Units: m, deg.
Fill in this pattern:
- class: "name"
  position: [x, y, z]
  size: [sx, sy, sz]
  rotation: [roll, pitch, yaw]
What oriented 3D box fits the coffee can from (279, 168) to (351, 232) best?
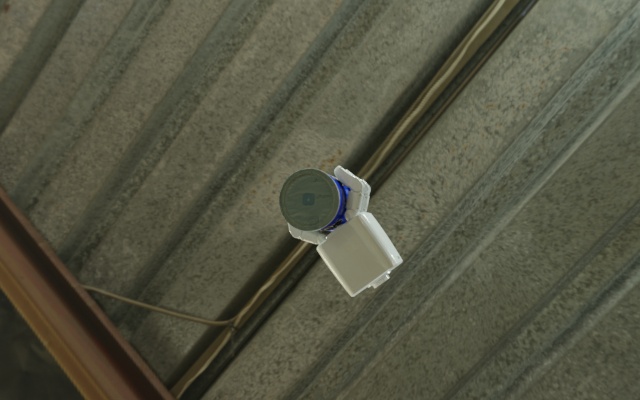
- class: "coffee can"
  position: [0.000, 0.003, 0.835]
  size: [0.103, 0.103, 0.140]
  rotation: [0, -3, 17]
